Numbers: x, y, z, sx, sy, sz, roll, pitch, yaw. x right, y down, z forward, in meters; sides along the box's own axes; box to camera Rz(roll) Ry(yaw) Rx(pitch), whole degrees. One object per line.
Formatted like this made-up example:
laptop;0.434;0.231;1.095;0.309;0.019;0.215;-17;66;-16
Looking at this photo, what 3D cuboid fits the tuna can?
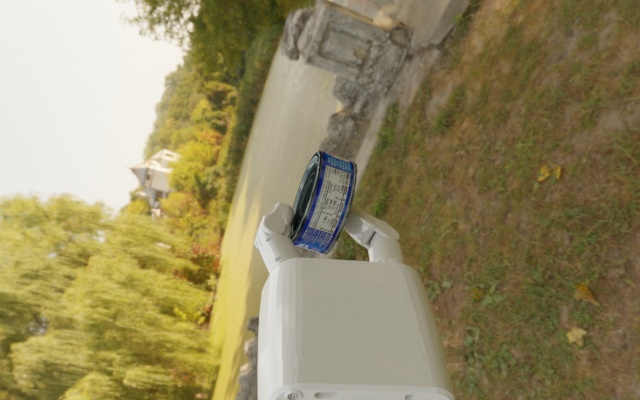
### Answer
tuna can;0.000;0.001;0.414;0.034;0.086;0.086;18;-4;-11
